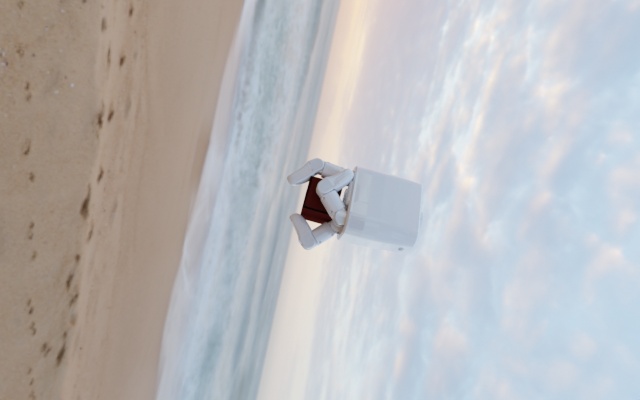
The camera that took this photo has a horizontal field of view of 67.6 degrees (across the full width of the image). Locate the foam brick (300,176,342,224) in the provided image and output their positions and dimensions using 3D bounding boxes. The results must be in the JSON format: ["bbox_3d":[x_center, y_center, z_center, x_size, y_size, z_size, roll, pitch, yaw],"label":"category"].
[{"bbox_3d":[0.000,0.002,0.737,0.051,0.053,0.078,15,-14,-2],"label":"foam brick"}]
